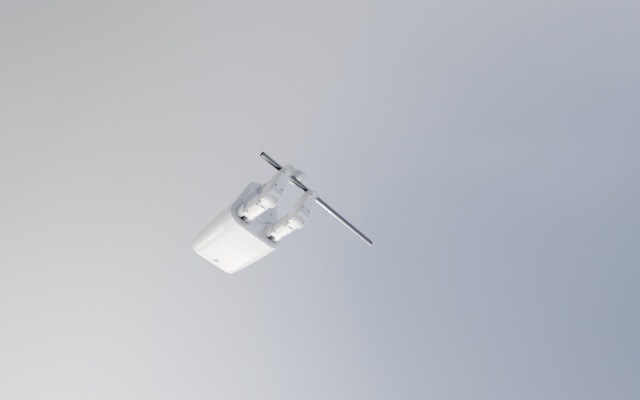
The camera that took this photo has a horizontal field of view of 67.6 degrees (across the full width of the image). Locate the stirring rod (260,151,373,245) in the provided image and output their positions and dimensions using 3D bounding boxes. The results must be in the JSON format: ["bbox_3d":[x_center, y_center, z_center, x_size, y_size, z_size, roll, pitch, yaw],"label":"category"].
[{"bbox_3d":[0.000,0.002,0.725,0.240,0.011,0.011,40,-21,-28],"label":"stirring rod"}]
